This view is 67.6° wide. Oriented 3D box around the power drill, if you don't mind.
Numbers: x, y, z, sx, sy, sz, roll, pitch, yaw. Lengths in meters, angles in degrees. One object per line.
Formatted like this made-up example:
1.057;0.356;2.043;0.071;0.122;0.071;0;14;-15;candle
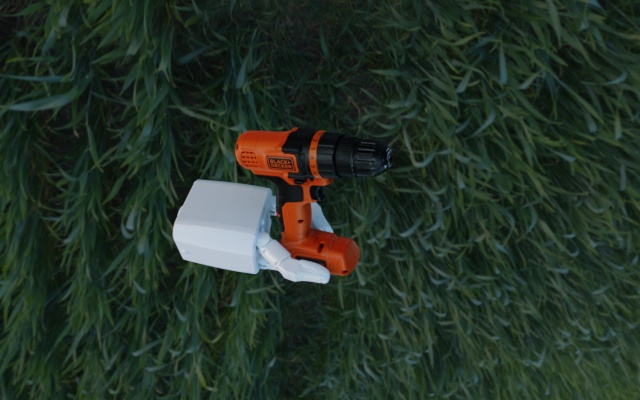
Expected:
0.000;0.002;0.571;0.184;0.188;0.057;8;37;25;power drill
